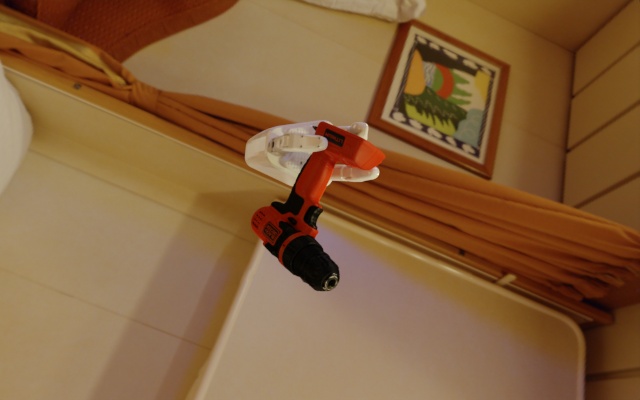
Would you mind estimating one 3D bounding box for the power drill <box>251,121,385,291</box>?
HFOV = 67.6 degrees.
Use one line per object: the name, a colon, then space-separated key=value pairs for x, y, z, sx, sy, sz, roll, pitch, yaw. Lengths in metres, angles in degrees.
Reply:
power drill: x=0.000 y=0.002 z=0.606 sx=0.057 sy=0.187 sz=0.184 roll=31 pitch=3 yaw=-42
